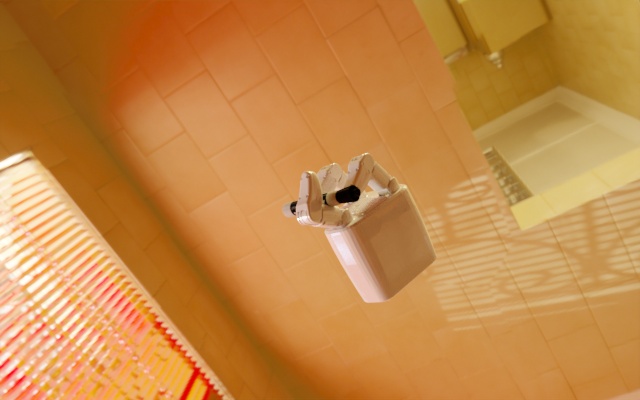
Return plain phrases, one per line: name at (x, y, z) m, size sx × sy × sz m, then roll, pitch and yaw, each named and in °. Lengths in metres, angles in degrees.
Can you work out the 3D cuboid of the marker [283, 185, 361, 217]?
marker at (0.000, 0.002, 0.554) m, size 0.020 × 0.020 × 0.121 m, roll 0°, pitch -10°, yaw -43°
